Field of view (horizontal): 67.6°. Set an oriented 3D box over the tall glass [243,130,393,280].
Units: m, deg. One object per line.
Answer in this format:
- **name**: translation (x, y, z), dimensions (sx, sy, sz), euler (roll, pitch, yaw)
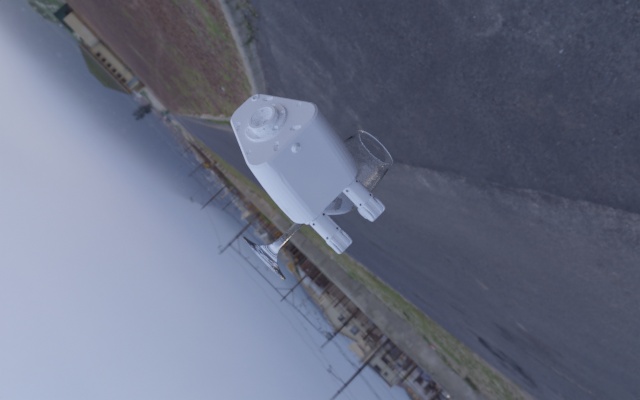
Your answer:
- **tall glass**: translation (0.000, 0.002, 0.599), dimensions (0.201, 0.079, 0.079), euler (-45, 6, -6)
